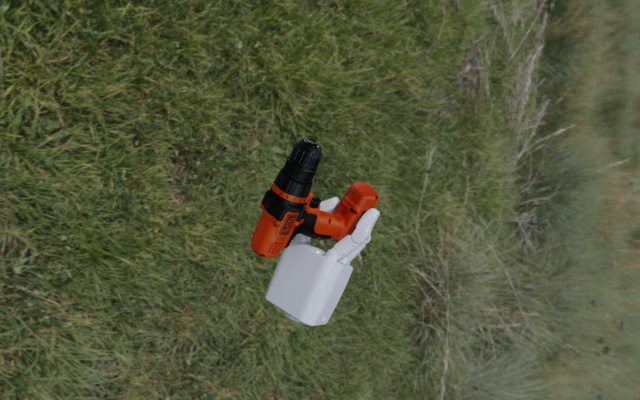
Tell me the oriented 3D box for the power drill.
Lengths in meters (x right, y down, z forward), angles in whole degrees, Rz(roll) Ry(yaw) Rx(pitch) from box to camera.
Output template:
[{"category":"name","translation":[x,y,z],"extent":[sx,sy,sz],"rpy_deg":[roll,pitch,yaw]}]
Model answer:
[{"category":"power drill","translation":[0.000,0.003,0.709],"extent":[0.187,0.184,0.057],"rpy_deg":[6,29,-43]}]
